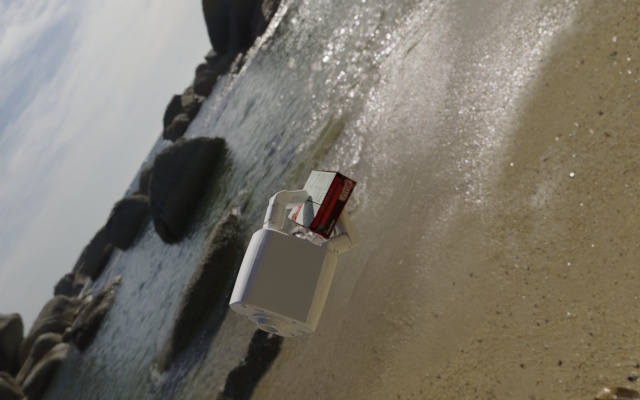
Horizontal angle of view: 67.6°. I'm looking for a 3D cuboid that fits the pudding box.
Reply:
[{"bbox_3d":[0.000,0.002,0.697,0.039,0.090,0.113,29,-4,-21],"label":"pudding box"}]
